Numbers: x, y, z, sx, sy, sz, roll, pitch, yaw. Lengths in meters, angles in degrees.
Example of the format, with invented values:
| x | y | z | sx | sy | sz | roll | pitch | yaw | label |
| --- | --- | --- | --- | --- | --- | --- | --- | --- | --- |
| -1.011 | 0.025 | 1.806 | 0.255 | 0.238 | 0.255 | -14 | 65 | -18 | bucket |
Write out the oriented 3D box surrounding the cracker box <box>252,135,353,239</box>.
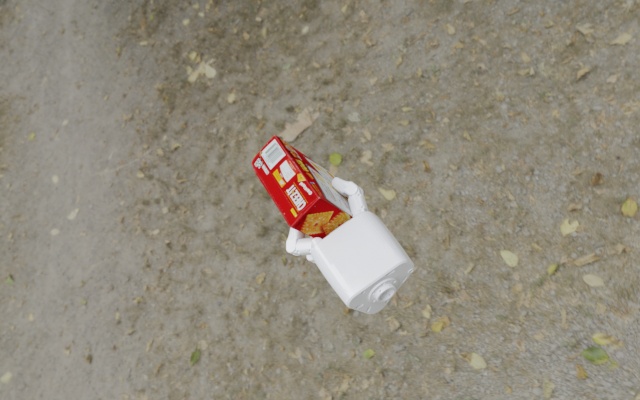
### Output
| x | y | z | sx | sy | sz | roll | pitch | yaw | label |
| --- | --- | --- | --- | --- | --- | --- | --- | --- | --- |
| 0.000 | 0.002 | 0.801 | 0.214 | 0.072 | 0.164 | 31 | 18 | -49 | cracker box |
